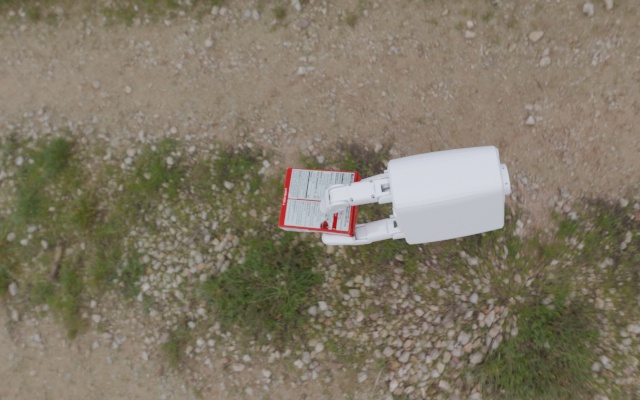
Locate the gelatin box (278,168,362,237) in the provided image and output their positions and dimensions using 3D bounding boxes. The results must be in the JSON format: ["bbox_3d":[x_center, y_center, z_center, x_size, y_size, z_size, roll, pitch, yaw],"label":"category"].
[{"bbox_3d":[0.000,0.002,0.562,0.089,0.073,0.030,5,-11,14],"label":"gelatin box"}]
